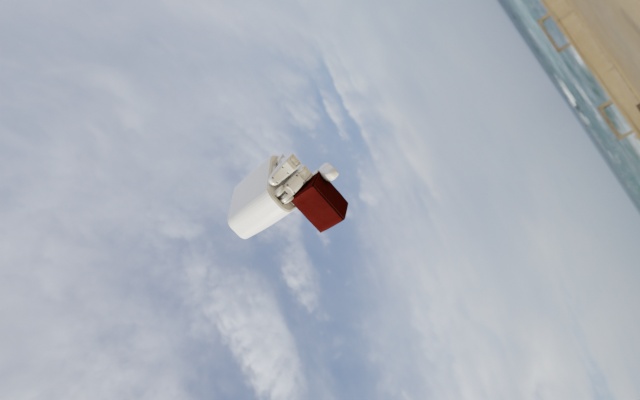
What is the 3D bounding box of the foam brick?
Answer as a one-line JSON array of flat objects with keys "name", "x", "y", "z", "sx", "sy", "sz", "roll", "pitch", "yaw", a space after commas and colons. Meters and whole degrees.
[{"name": "foam brick", "x": 0.000, "y": 0.003, "z": 0.780, "sx": 0.051, "sy": 0.078, "sz": 0.053, "roll": -34, "pitch": 17, "yaw": 27}]
